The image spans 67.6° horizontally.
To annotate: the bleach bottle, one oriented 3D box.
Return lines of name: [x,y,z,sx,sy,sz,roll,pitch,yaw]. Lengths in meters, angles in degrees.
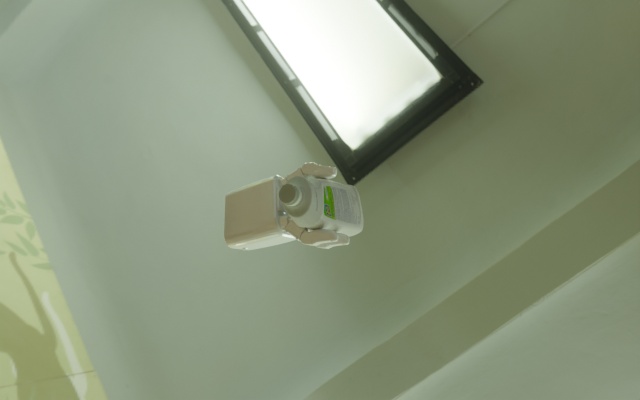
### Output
bleach bottle: [0.000,0.003,0.796,0.068,0.102,0.251,-16,-16,20]
